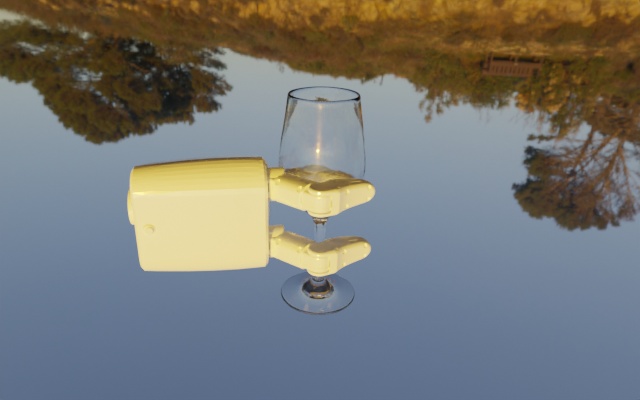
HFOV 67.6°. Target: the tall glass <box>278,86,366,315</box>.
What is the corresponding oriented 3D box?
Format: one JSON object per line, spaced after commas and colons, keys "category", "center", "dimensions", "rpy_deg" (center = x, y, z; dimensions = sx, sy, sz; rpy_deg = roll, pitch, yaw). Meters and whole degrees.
{"category": "tall glass", "center": [0.000, 0.002, 0.440], "dimensions": [0.079, 0.201, 0.079], "rpy_deg": [2, 24, -1]}
